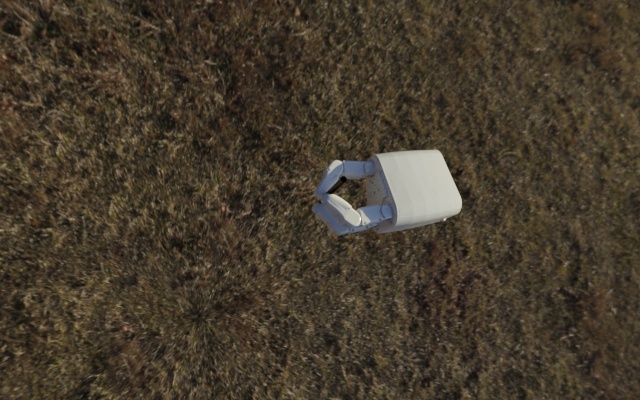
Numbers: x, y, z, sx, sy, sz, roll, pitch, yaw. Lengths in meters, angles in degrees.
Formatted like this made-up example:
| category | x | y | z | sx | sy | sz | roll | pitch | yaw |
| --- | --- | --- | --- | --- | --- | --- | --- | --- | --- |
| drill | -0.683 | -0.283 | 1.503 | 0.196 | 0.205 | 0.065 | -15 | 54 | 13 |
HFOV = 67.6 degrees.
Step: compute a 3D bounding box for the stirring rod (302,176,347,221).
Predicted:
| category | x | y | z | sx | sy | sz | roll | pitch | yaw |
| --- | --- | --- | --- | --- | --- | --- | --- | --- | --- |
| stirring rod | 0.000 | 0.002 | 0.692 | 0.011 | 0.011 | 0.239 | 0 | -13 | -14 |
